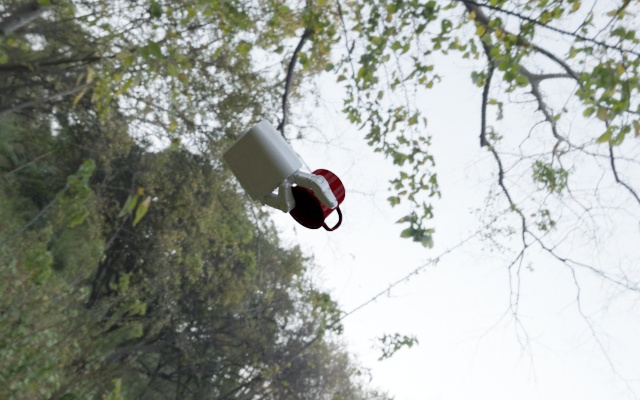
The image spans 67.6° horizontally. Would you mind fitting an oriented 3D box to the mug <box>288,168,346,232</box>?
[{"bbox_3d":[0.001,0.004,0.876,0.081,0.117,0.093,-42,7,-38],"label":"mug"}]
